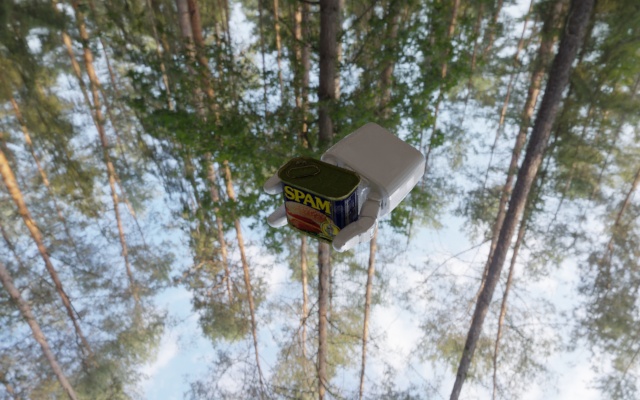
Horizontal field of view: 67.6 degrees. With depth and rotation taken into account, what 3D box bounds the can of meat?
[{"bbox_3d":[0.000,0.002,0.602,0.102,0.084,0.057,21,45,28],"label":"can of meat"}]
